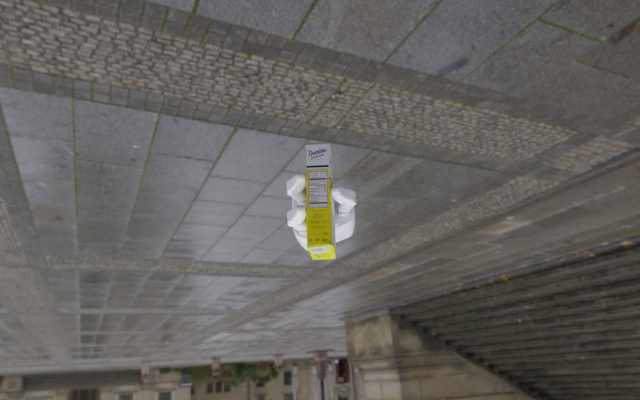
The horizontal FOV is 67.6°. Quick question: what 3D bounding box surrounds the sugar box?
[{"bbox_3d":[0.000,0.003,0.796,0.048,0.176,0.093,-5,-20,3],"label":"sugar box"}]
